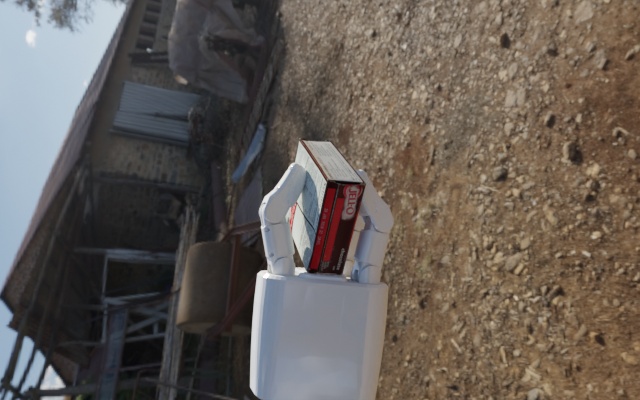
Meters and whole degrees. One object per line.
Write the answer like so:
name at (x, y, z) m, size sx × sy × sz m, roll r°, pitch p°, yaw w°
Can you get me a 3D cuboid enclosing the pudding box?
pudding box at (0.000, 0.001, 0.444) m, size 0.039 × 0.090 × 0.113 m, roll 5°, pitch 24°, yaw -20°
